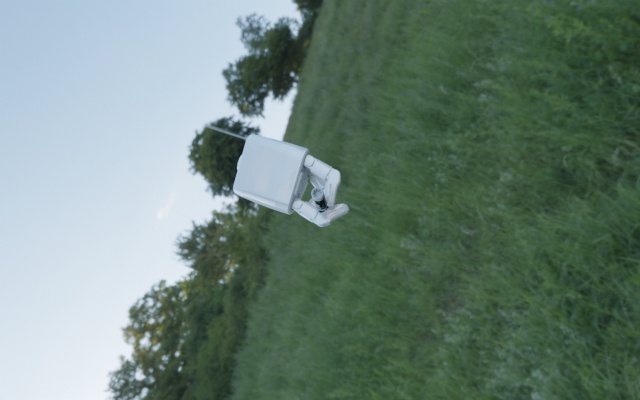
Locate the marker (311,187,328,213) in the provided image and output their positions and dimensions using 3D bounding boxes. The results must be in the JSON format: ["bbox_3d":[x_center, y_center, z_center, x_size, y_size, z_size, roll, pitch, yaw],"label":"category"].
[{"bbox_3d":[0.000,0.003,0.766,0.020,0.020,0.121,0,-13,5],"label":"marker"}]
